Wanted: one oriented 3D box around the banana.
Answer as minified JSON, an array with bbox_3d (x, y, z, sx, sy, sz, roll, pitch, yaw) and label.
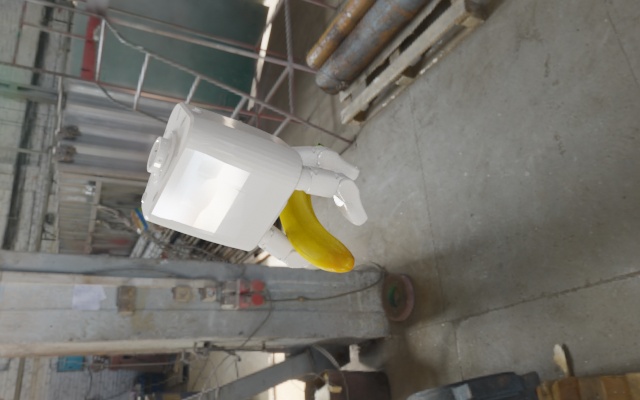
[{"bbox_3d":[-0.013,0.011,0.507,0.070,0.197,0.037,-41,-53,23],"label":"banana"}]
